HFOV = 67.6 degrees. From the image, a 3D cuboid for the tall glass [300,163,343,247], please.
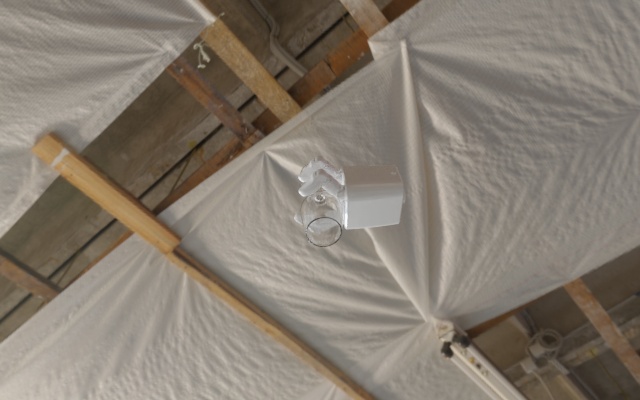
[{"bbox_3d":[0.000,0.003,0.892,0.079,0.079,0.201,0,31,-4],"label":"tall glass"}]
